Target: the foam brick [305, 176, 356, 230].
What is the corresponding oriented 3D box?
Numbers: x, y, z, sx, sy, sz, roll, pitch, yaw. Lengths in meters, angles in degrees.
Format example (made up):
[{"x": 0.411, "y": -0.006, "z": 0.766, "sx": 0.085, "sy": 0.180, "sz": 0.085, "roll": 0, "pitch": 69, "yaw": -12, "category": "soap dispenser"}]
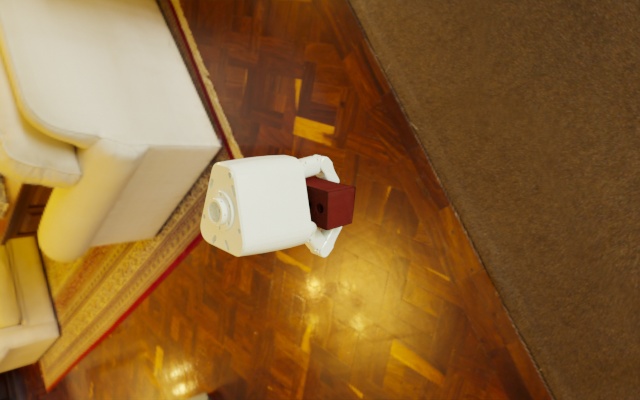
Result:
[{"x": 0.000, "y": 0.002, "z": 0.639, "sx": 0.078, "sy": 0.053, "sz": 0.051, "roll": 16, "pitch": 20, "yaw": 42, "category": "foam brick"}]
